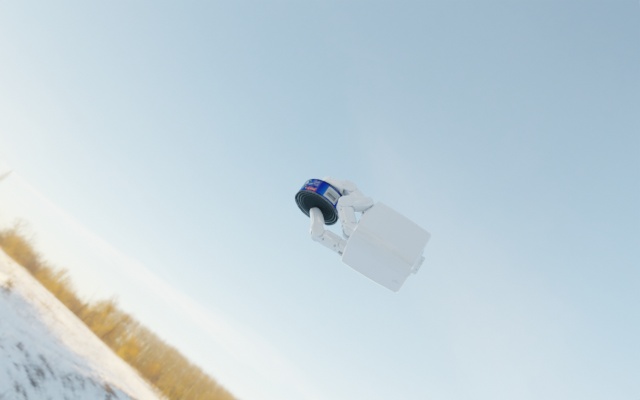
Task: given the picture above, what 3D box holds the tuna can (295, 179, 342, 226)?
[{"bbox_3d":[0.000,0.002,0.829,0.086,0.033,0.086,25,-32,17],"label":"tuna can"}]
